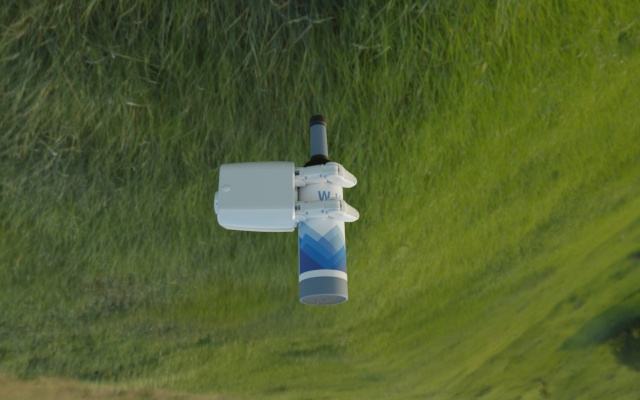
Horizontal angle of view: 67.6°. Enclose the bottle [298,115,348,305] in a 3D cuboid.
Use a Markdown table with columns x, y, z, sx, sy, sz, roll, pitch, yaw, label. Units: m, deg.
| x | y | z | sx | sy | sz | roll | pitch | yaw | label |
| --- | --- | --- | --- | --- | --- | --- | --- | --- | --- |
| 0.000 | 0.003 | 0.713 | 0.069 | 0.295 | 0.069 | -2 | -24 | -1 | bottle |
